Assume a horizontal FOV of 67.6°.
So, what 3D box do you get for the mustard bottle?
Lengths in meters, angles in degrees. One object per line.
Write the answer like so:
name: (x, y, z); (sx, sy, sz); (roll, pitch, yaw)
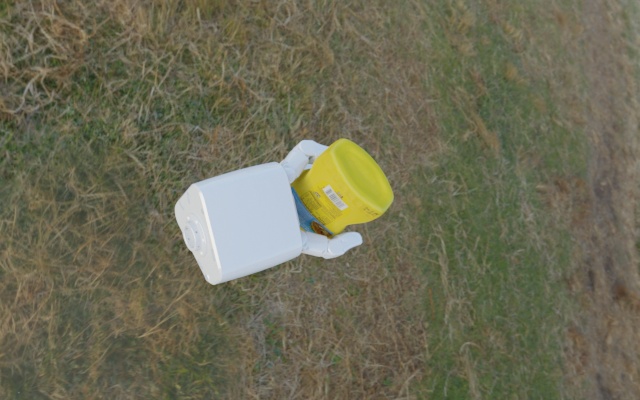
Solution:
mustard bottle: (0.000, 0.002, 0.602); (0.058, 0.096, 0.192); (-47, 9, -36)
